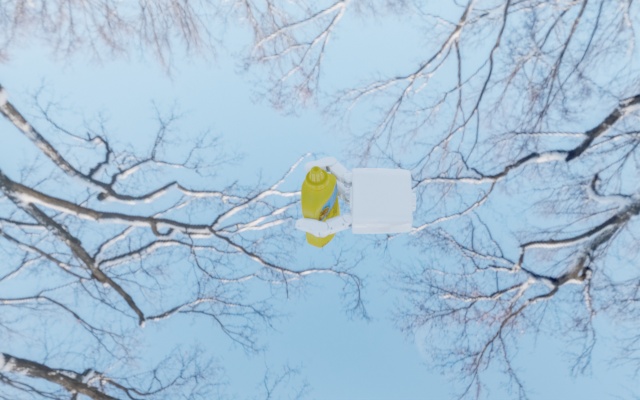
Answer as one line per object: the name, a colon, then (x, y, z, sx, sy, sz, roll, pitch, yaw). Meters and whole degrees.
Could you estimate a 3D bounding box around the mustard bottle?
mustard bottle: (0.000, 0.003, 0.889, 0.058, 0.096, 0.192, 20, -31, 18)
